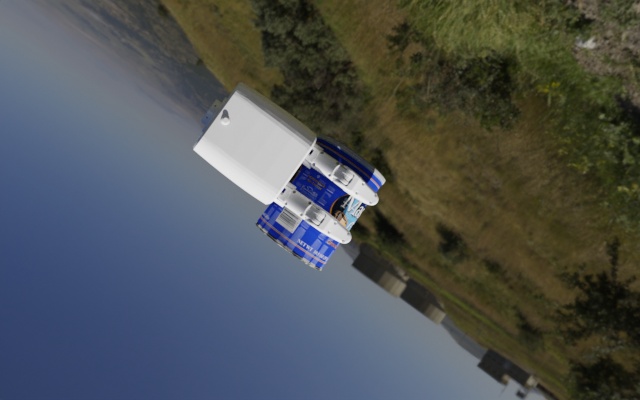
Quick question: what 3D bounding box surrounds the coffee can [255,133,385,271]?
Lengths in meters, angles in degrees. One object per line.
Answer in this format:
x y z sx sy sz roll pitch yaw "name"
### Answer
0.000 0.002 0.604 0.103 0.140 0.103 35 -2 1 "coffee can"
